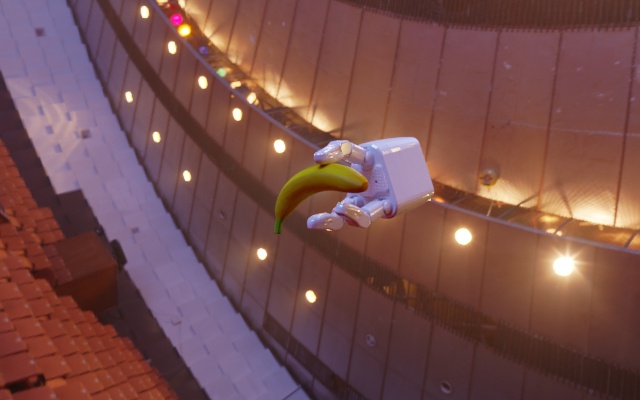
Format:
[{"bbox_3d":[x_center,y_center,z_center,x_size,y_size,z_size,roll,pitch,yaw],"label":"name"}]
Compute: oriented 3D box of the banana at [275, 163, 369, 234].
[{"bbox_3d":[-0.008,-0.014,0.667,0.037,0.069,0.198,-12,-12,-43],"label":"banana"}]
